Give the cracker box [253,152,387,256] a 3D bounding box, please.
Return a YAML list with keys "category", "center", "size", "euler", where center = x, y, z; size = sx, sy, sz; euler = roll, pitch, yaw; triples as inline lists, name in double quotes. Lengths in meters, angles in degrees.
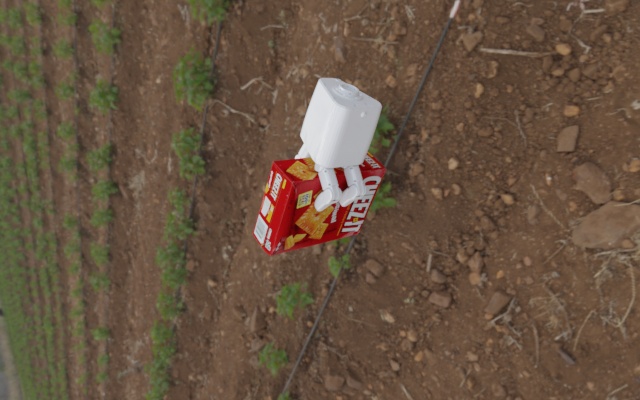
- category: "cracker box"
  center: [0.000, 0.003, 0.857]
  size: [0.213, 0.164, 0.072]
  euler: [-10, 44, -37]
